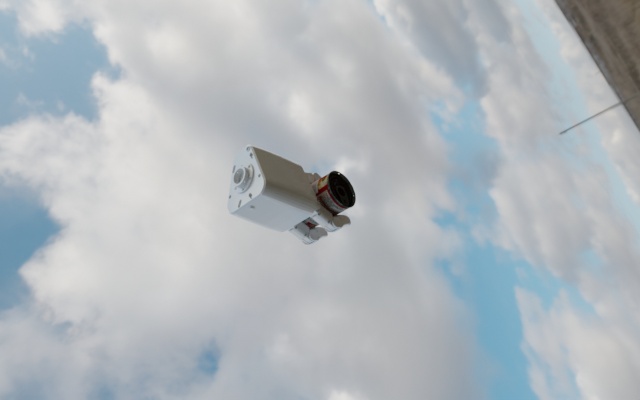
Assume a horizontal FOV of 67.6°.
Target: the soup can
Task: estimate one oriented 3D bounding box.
[{"bbox_3d":[0.000,0.003,0.814,0.102,0.068,0.068,-31,-19,34],"label":"soup can"}]
